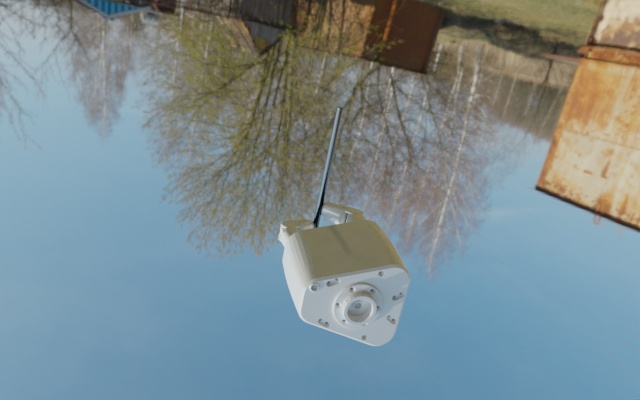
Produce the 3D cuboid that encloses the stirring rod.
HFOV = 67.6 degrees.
[{"bbox_3d":[0.000,0.002,0.604,0.011,0.239,0.011,11,18,-3],"label":"stirring rod"}]
